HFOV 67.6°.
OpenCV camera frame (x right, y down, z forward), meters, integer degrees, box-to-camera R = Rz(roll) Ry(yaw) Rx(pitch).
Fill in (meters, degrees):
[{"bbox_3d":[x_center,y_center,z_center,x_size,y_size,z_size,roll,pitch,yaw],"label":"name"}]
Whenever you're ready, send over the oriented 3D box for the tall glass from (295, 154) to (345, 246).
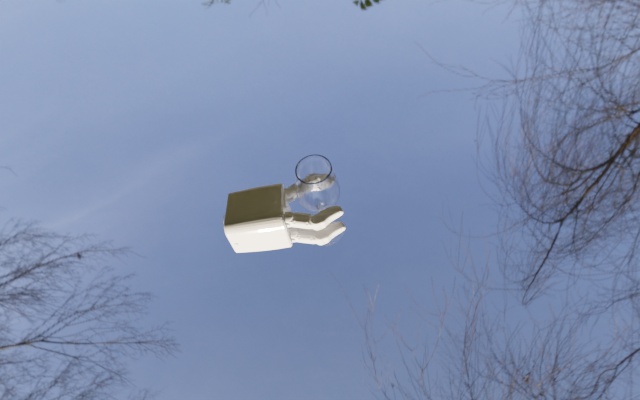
[{"bbox_3d":[0.000,0.003,0.871,0.079,0.079,0.201,0,-34,8],"label":"tall glass"}]
